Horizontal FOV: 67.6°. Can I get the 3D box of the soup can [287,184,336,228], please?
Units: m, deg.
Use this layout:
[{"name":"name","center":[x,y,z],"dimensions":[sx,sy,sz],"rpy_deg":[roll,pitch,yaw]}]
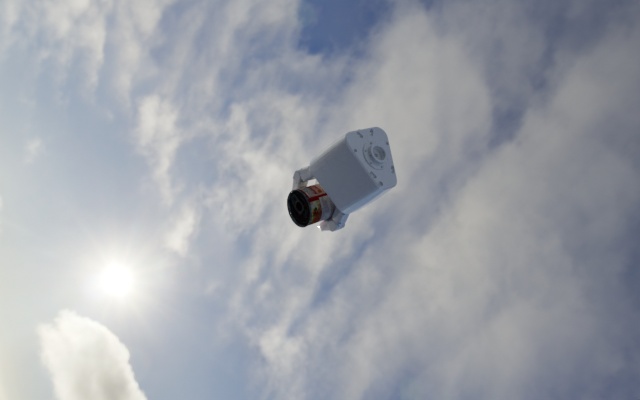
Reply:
[{"name":"soup can","center":[0.000,0.003,0.858],"dimensions":[0.102,0.068,0.068],"rpy_deg":[-17,10,-37]}]
